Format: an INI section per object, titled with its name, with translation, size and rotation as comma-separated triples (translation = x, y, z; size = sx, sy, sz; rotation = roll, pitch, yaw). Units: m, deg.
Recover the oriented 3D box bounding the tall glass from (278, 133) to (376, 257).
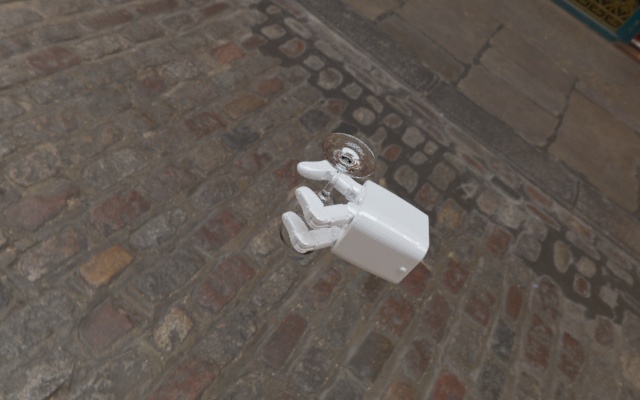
[tall glass]
translation = 0.000, 0.002, 0.671
size = 0.079, 0.079, 0.201
rotation = 0, -37, -28
